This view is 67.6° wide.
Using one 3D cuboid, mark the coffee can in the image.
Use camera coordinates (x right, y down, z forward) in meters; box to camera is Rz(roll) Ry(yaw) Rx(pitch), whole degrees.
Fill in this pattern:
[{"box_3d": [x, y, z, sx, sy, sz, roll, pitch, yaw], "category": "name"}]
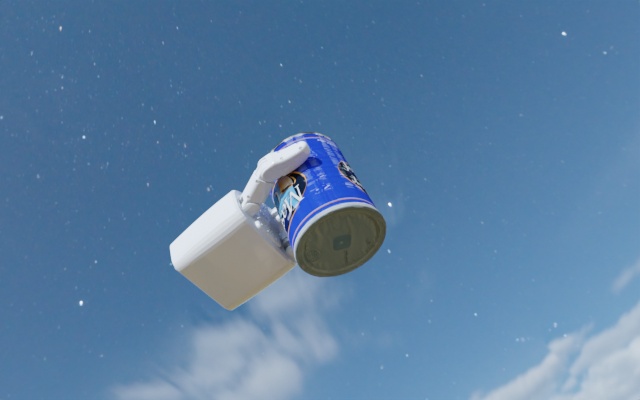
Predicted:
[{"box_3d": [0.000, 0.002, 0.548, 0.103, 0.103, 0.140, 0, 39, -25], "category": "coffee can"}]
